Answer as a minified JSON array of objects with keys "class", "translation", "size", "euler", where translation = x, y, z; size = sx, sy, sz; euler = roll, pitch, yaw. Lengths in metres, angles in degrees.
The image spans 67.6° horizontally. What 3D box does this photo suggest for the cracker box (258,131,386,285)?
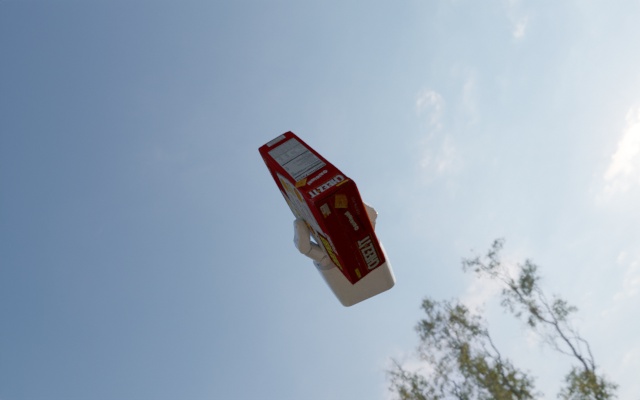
[{"class":"cracker box","translation":[0.000,0.002,0.733],"size":[0.072,0.164,0.213],"euler":[-33,36,-10]}]
